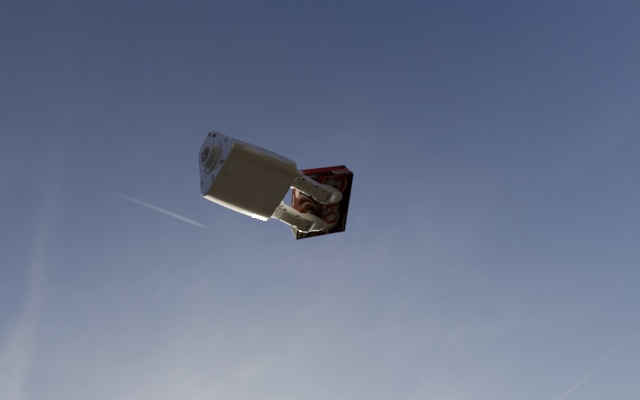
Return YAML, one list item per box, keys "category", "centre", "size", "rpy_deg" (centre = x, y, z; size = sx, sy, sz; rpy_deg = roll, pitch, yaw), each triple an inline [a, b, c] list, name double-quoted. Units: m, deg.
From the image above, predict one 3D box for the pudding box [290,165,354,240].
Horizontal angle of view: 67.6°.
- category: "pudding box"
  centre: [0.000, 0.002, 0.764]
  size: [0.090, 0.114, 0.039]
  rpy_deg: [-8, 35, -23]
